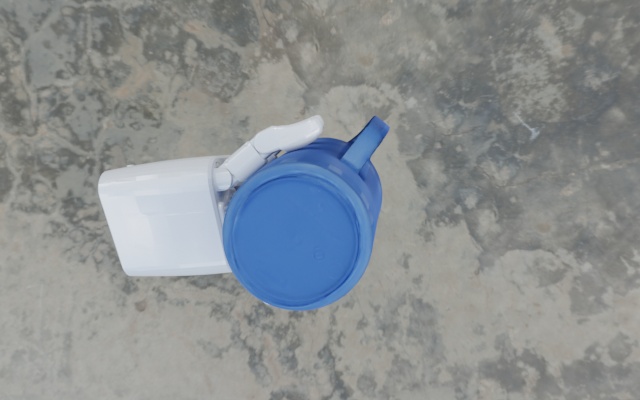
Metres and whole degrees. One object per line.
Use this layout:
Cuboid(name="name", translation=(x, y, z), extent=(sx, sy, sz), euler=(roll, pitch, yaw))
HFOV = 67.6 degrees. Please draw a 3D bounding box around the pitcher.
Cuboid(name="pitcher", translation=(0.000, 0.002, 0.444), extent=(0.145, 0.149, 0.243), euler=(-6, 8, 6))
